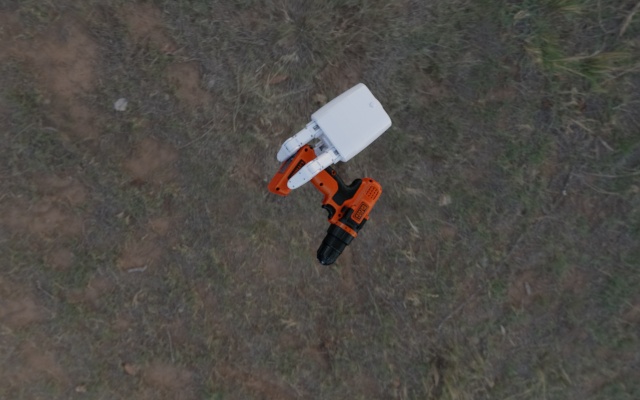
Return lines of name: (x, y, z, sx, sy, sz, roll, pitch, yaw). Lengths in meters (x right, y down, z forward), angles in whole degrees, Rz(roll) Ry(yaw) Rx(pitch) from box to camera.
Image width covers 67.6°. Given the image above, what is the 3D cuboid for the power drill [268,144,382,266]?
power drill: (0.000, 0.002, 0.866, 0.188, 0.184, 0.057, 37, -10, -21)
